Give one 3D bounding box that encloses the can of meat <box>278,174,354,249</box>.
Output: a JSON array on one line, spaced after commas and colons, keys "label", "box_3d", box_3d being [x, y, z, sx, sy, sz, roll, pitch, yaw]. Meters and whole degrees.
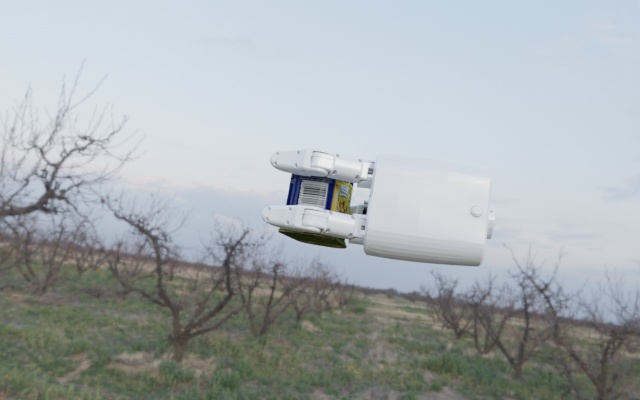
[{"label": "can of meat", "box_3d": [0.000, 0.001, 0.504, 0.057, 0.084, 0.102, 7, -10, 15]}]
